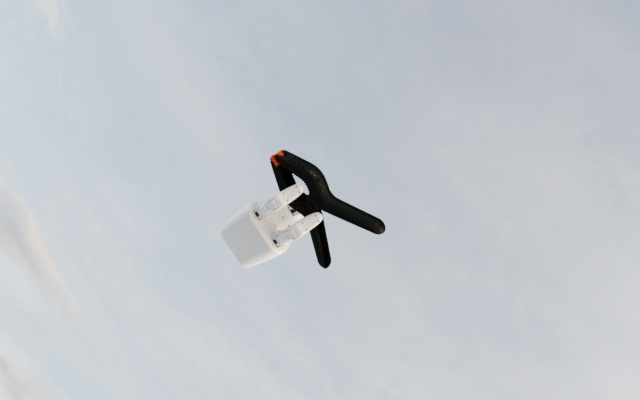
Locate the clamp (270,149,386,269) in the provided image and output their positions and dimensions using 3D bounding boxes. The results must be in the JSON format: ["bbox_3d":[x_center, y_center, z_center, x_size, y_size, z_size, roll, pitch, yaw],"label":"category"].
[{"bbox_3d":[0.000,0.002,0.764,0.164,0.210,0.036,-30,6,44],"label":"clamp"}]
